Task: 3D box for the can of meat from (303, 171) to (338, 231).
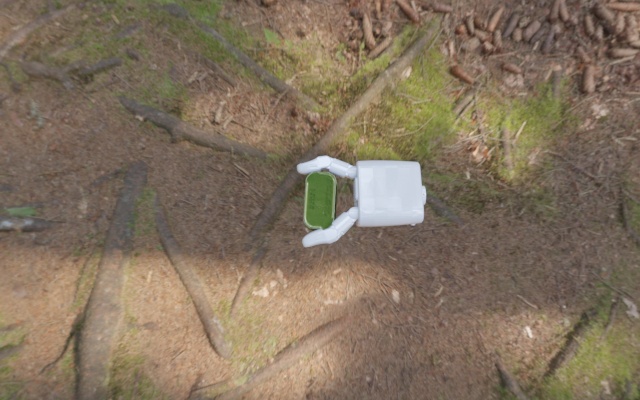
[{"bbox_3d":[0.000,0.003,0.823,0.057,0.102,0.084,3,-4,2],"label":"can of meat"}]
